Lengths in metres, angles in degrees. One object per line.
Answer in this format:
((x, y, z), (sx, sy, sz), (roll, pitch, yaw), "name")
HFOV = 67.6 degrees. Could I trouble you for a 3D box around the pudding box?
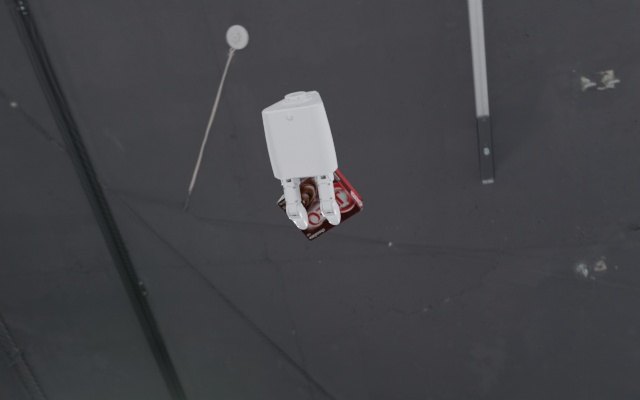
((0.000, 0.002, 0.786), (0.113, 0.090, 0.039), (-33, 17, 26), "pudding box")
